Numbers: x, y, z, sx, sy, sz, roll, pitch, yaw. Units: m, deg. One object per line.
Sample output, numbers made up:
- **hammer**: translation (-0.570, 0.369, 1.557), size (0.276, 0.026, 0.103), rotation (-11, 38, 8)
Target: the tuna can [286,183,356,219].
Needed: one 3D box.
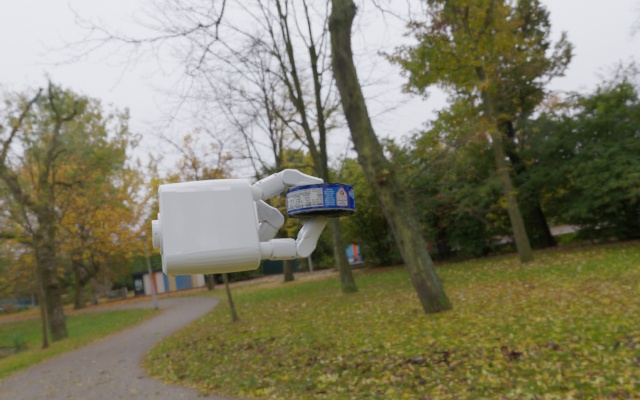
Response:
- **tuna can**: translation (0.000, 0.001, 0.596), size (0.086, 0.033, 0.086), rotation (-3, -8, 0)
